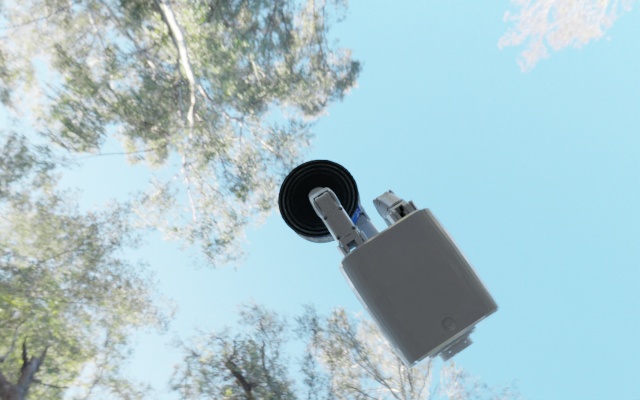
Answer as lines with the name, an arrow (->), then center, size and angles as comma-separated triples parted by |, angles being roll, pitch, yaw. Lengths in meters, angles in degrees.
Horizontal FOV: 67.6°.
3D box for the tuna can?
tuna can -> 0.000, 0.002, 0.510 | 0.086, 0.086, 0.034 | 0, -18, 11
